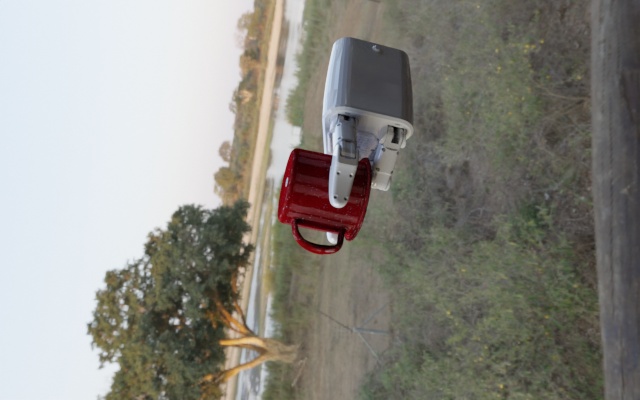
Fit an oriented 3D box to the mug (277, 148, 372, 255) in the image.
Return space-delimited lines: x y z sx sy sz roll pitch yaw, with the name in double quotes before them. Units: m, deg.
"mug" 0.000 0.003 0.504 0.081 0.117 0.093 11 -28 -10
